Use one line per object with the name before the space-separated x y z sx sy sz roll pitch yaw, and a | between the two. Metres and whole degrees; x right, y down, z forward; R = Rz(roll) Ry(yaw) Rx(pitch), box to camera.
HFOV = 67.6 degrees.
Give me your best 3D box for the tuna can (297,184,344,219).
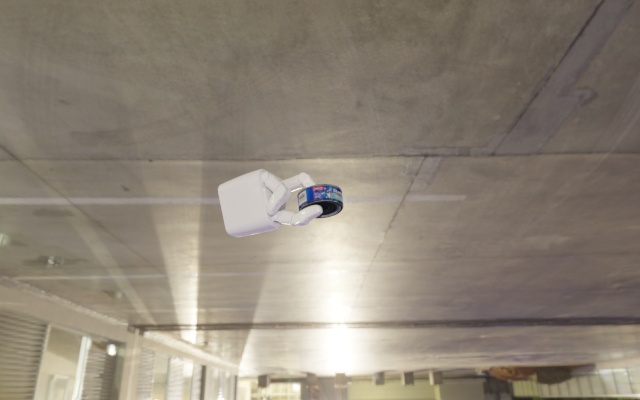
tuna can | 0.000 0.003 0.897 0.086 0.033 0.086 -5 -25 -2
